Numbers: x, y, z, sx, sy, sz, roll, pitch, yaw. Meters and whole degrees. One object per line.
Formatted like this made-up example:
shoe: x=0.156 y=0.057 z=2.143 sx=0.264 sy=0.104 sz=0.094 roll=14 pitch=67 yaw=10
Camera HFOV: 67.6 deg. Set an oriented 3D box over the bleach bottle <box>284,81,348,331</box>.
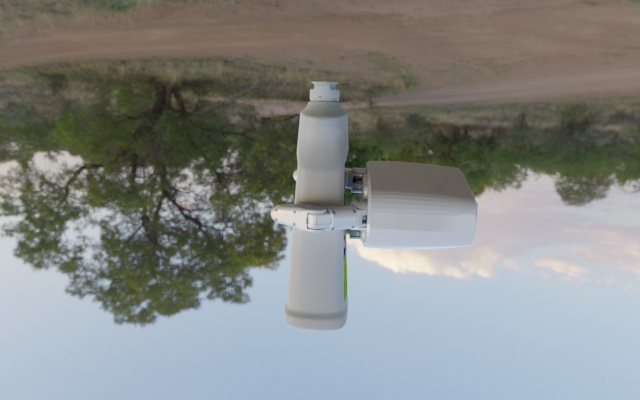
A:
bleach bottle: x=0.000 y=0.002 z=0.510 sx=0.068 sy=0.251 sz=0.102 roll=2 pitch=10 yaw=3
